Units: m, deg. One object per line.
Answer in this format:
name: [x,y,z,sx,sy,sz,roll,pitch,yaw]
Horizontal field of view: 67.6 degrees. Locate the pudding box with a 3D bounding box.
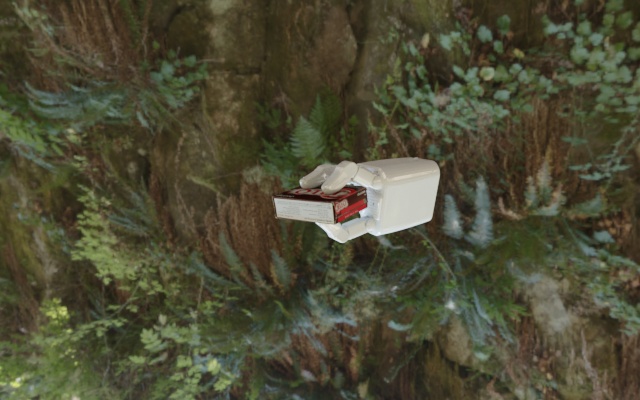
pudding box: [0.000,0.002,0.706,0.113,0.039,0.090,2,15,36]
